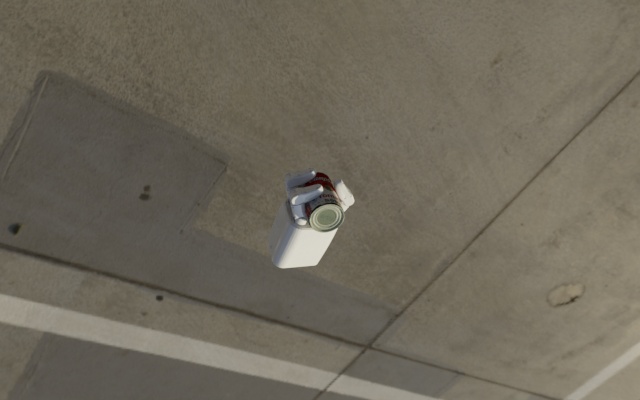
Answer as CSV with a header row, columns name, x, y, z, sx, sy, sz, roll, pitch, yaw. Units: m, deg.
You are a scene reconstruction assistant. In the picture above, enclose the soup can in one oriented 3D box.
name,x,y,z,sx,sy,sz,roll,pitch,yaw
soup can,0.000,0.003,0.885,0.068,0.068,0.102,0,36,-16
